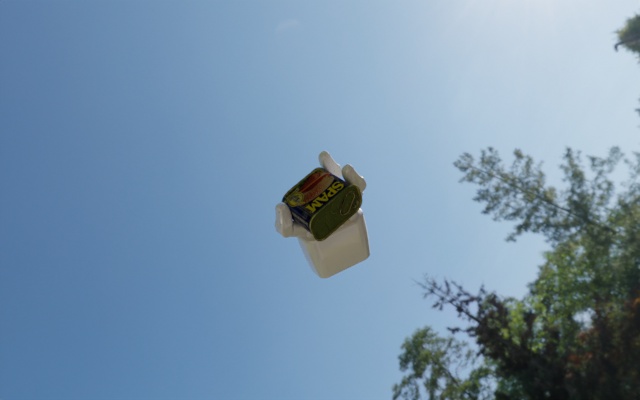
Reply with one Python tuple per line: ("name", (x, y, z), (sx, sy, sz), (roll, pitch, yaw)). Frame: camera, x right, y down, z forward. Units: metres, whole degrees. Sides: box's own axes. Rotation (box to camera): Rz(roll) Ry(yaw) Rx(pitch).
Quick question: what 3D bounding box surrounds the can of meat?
("can of meat", (0.000, 0.002, 0.753), (0.102, 0.057, 0.084), (-40, 46, -18))
